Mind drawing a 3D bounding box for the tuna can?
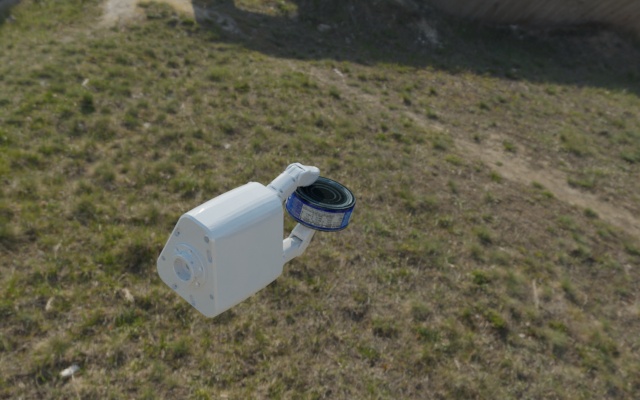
[{"bbox_3d":[0.000,0.001,0.601,0.086,0.034,0.086,14,27,-7],"label":"tuna can"}]
